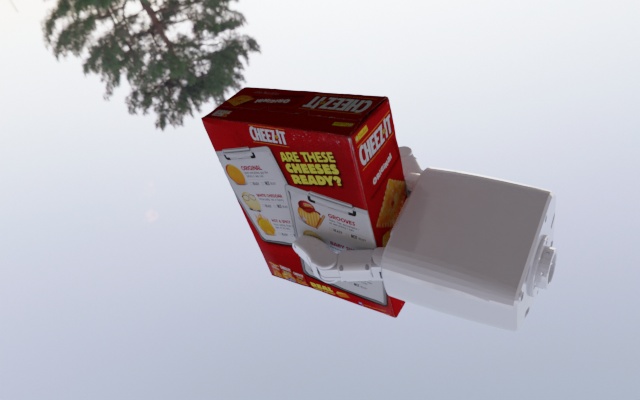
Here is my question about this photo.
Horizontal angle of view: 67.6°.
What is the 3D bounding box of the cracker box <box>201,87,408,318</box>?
[{"bbox_3d":[0.000,0.002,0.464,0.164,0.214,0.072,13,46,34],"label":"cracker box"}]
